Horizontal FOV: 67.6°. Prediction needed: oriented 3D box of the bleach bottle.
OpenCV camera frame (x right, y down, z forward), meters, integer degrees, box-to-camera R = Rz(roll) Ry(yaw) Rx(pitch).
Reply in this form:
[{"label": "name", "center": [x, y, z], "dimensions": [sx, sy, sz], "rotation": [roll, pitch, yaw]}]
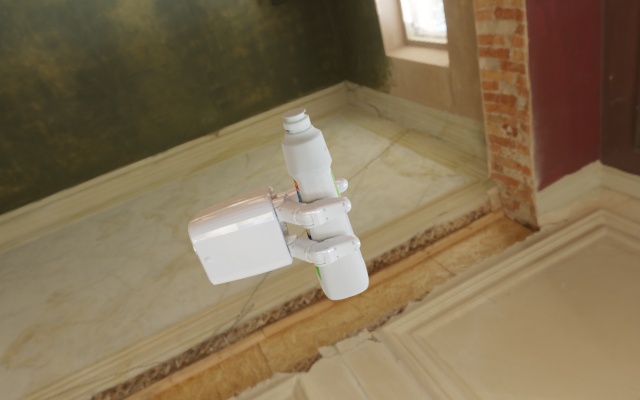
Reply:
[{"label": "bleach bottle", "center": [0.000, 0.002, 0.614], "dimensions": [0.068, 0.251, 0.102], "rotation": [-18, 27, -1]}]
